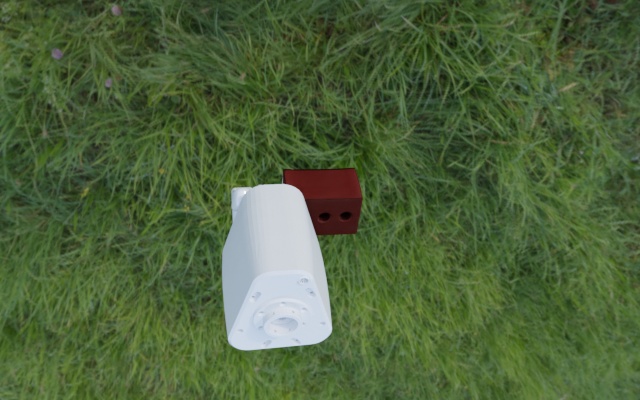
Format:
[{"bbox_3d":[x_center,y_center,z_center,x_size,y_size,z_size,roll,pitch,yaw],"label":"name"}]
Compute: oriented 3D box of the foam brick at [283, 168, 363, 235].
[{"bbox_3d":[0.000,0.001,0.498,0.078,0.053,0.051,-2,41,-10],"label":"foam brick"}]
